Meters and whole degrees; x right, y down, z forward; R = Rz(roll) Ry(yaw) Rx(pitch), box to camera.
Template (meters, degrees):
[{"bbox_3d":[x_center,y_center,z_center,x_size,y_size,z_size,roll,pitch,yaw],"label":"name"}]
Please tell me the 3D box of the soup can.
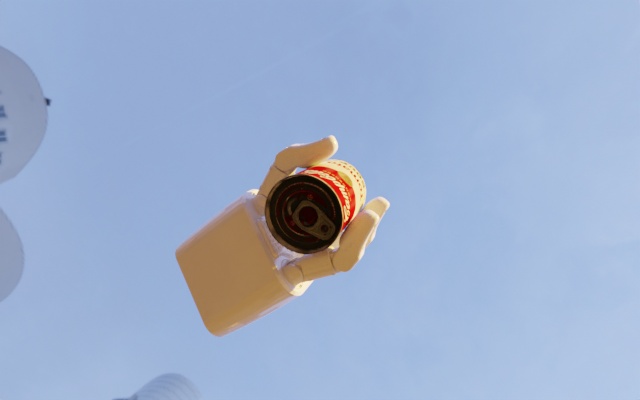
[{"bbox_3d":[0.000,0.001,0.436,0.068,0.068,0.102,0,12,17],"label":"soup can"}]
